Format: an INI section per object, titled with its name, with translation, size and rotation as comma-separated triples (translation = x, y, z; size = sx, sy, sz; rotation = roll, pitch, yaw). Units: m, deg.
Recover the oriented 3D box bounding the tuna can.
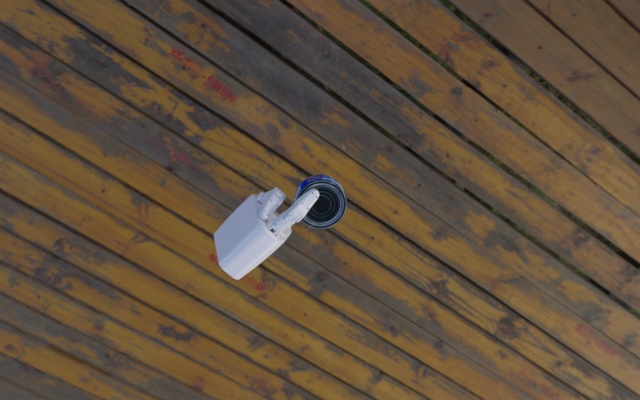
[tuna can]
translation = 0.000, 0.003, 0.786
size = 0.086, 0.086, 0.033
rotation = 0, 18, -5
